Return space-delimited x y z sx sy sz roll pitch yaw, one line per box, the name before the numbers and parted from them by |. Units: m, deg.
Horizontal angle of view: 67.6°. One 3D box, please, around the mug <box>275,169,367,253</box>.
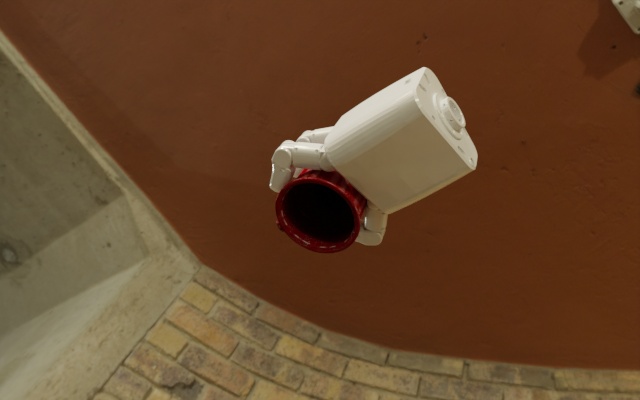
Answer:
mug | -0.001 0.002 0.532 0.117 0.093 0.081 -28 18 34
